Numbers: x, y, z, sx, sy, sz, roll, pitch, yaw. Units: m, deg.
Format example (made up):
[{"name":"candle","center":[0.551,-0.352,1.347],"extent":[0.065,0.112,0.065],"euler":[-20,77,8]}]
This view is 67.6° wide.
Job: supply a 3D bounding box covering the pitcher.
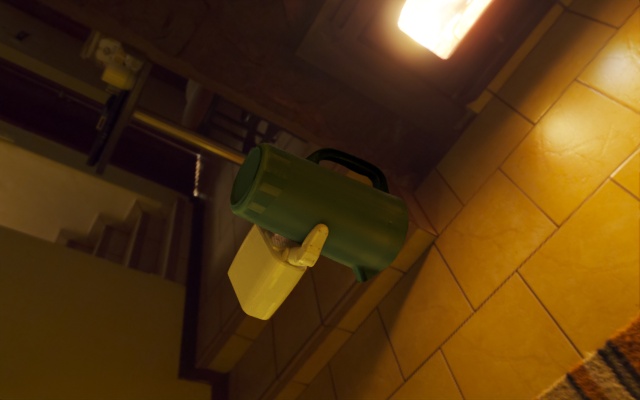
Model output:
[{"name":"pitcher","center":[0.000,0.002,0.702],"extent":[0.243,0.145,0.149],"euler":[24,20,-24]}]
